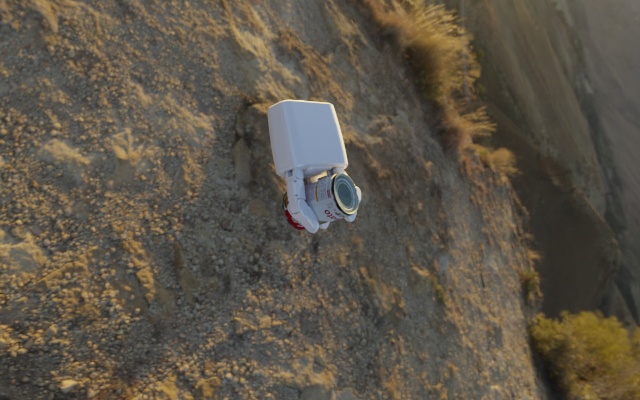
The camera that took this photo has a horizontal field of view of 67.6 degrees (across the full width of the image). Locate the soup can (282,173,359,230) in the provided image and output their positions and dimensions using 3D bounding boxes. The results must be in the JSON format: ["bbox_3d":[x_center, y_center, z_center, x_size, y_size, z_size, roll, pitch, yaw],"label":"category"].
[{"bbox_3d":[0.000,0.003,0.741,0.102,0.068,0.068,-18,-10,35],"label":"soup can"}]
